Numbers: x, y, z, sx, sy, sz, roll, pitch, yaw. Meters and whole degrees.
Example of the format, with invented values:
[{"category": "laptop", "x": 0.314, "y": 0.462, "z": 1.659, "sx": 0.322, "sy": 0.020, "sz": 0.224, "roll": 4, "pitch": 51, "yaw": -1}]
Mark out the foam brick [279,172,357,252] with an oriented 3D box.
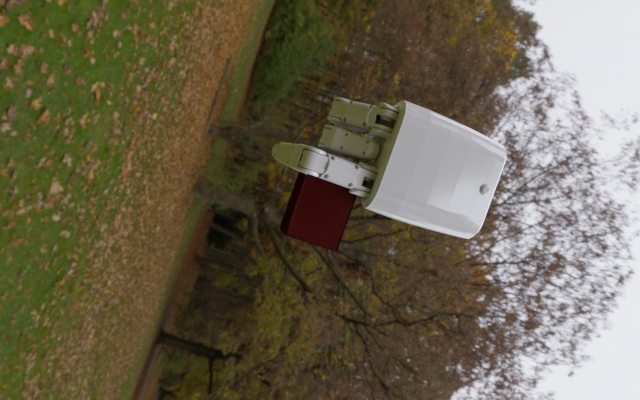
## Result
[{"category": "foam brick", "x": 0.000, "y": 0.002, "z": 0.445, "sx": 0.051, "sy": 0.078, "sz": 0.053, "roll": 19, "pitch": 2, "yaw": -11}]
